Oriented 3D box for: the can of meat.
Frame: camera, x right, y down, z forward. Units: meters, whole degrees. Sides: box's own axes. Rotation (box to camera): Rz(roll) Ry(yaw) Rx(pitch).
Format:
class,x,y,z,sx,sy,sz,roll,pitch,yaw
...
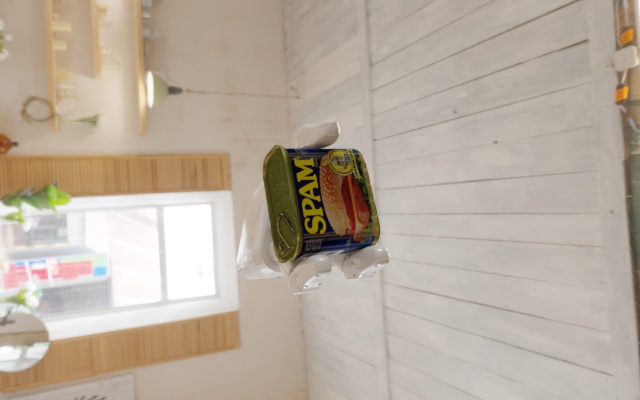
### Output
class,x,y,z,sx,sy,sz,roll,pitch,yaw
can of meat,0.000,0.001,0.437,0.084,0.102,0.057,-3,-17,-26
